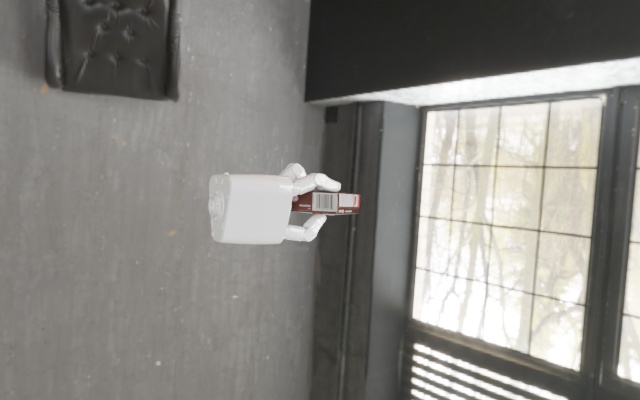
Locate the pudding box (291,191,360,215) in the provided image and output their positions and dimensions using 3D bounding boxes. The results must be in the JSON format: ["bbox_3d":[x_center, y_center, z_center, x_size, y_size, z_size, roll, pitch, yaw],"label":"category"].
[{"bbox_3d":[0.000,0.003,0.829,0.113,0.039,0.090,5,2,29],"label":"pudding box"}]
